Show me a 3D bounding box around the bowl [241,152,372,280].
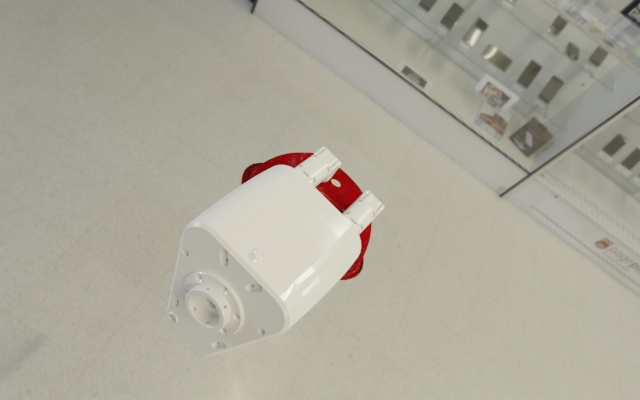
[{"bbox_3d":[0.001,0.001,0.494,0.055,0.162,0.162,-47,-22,23],"label":"bowl"}]
